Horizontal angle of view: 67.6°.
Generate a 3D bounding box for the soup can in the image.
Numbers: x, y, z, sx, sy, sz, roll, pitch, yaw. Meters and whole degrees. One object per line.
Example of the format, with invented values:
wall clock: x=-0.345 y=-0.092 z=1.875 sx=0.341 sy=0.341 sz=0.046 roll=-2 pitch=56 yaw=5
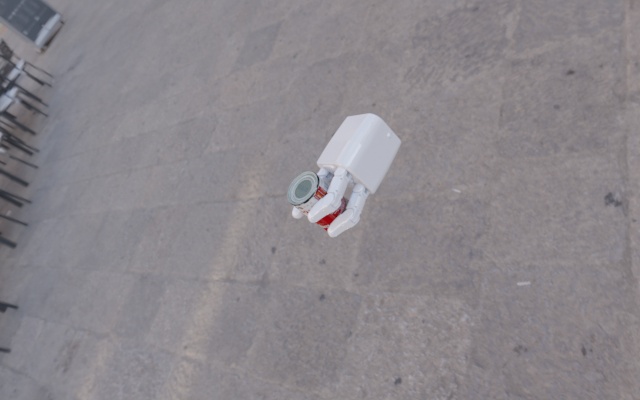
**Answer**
soup can: x=0.000 y=0.003 z=0.821 sx=0.068 sy=0.068 sz=0.102 roll=0 pitch=-29 yaw=43
